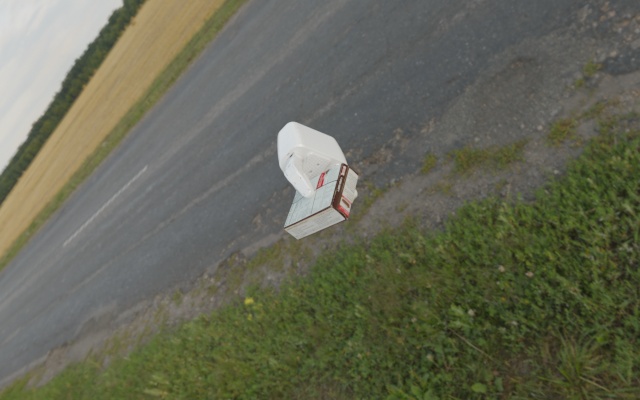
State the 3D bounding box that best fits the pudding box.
[{"bbox_3d":[0.000,0.002,0.727,0.039,0.090,0.113,36,-41,-26],"label":"pudding box"}]
